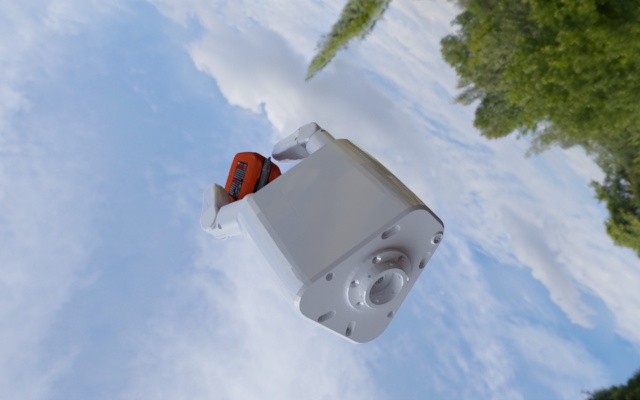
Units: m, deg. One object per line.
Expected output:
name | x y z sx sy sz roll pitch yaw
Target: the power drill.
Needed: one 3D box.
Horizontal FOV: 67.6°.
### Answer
power drill | 0.000 0.002 0.490 0.188 0.057 0.184 15 0 -20
